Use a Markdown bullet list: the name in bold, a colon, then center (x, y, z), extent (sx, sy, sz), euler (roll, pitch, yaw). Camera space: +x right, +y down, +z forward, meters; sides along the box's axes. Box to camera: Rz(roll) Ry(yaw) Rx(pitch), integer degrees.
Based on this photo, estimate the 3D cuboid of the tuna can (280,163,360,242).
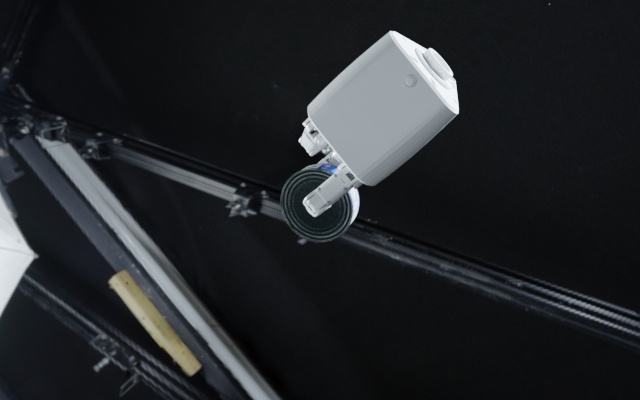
- **tuna can**: center (0.000, 0.002, 0.542), extent (0.086, 0.086, 0.033), euler (0, 17, 21)
